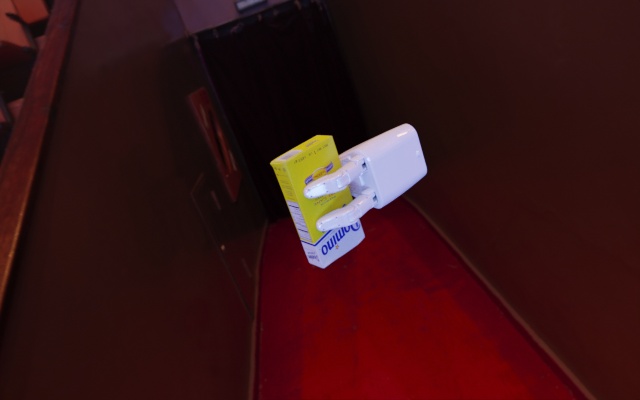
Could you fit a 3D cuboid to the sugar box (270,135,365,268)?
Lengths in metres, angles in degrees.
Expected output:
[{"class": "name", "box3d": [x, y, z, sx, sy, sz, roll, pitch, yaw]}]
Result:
[{"class": "sugar box", "box3d": [0.001, 0.002, 0.709, 0.093, 0.176, 0.048, -33, 23, -28]}]
